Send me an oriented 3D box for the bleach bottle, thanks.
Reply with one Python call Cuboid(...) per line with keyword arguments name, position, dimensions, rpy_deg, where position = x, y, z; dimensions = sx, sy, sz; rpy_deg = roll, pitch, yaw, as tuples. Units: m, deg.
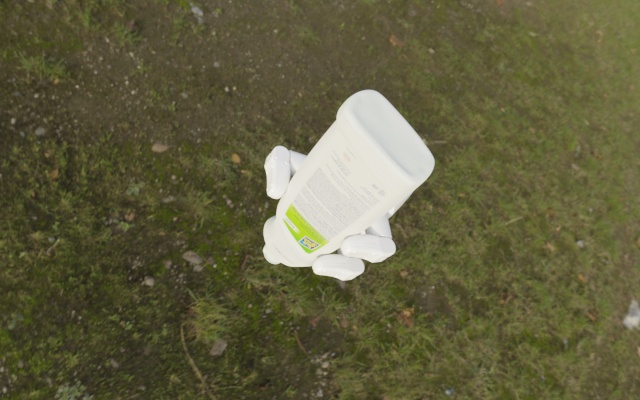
Cuboid(name="bleach bottle", position=(0.000, 0.002, 0.506), dimensions=(0.068, 0.102, 0.251), rpy_deg=(-40, -1, -44))
